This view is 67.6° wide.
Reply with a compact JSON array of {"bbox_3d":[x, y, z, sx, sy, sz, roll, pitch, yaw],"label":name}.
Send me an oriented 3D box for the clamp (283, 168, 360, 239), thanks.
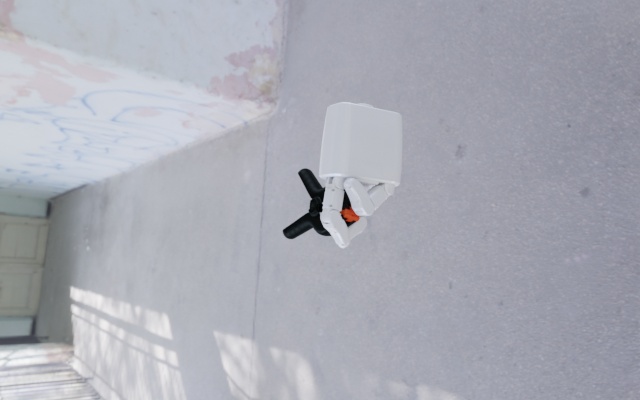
[{"bbox_3d":[0.000,0.002,0.746,0.039,0.120,0.171,10,-8,-37],"label":"clamp"}]
